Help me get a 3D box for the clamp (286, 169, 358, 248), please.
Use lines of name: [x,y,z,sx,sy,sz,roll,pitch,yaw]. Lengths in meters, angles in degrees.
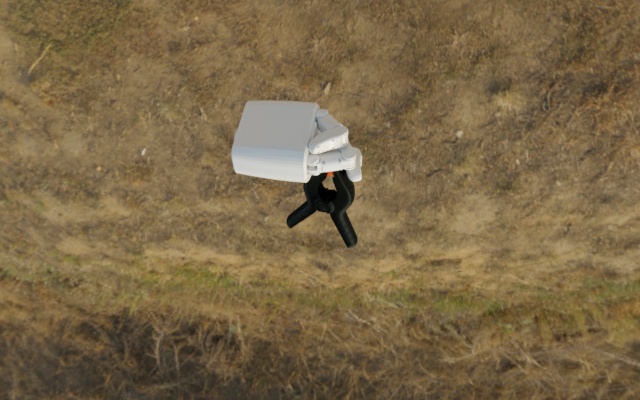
clamp: [0.000,0.003,0.735,0.120,0.172,0.039,7,42,10]
